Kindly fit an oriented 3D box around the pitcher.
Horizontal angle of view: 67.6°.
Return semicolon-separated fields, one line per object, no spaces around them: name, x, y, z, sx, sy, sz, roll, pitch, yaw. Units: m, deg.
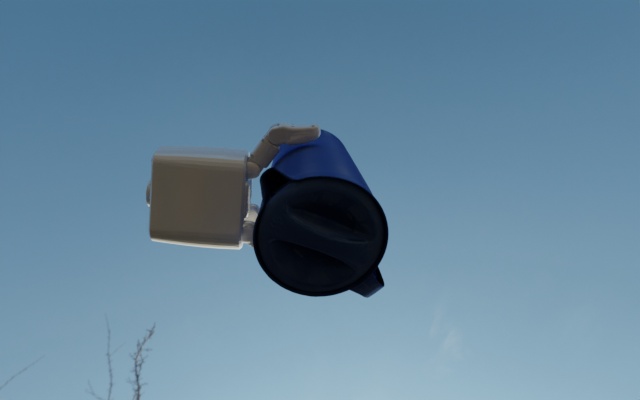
pitcher;0.000;0.002;0.573;0.145;0.149;0.242;3;23;-5
